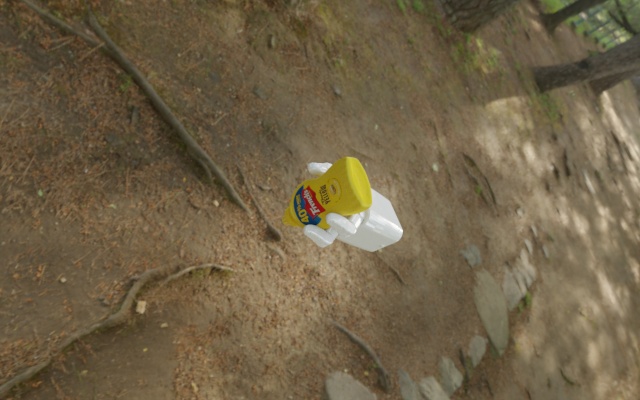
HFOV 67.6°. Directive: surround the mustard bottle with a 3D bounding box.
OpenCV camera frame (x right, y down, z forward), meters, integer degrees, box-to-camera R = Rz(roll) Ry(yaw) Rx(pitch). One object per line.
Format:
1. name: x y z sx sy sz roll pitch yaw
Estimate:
1. mustard bottle: 0.000 0.003 0.860 0.192 0.096 0.058 -29 -18 37
